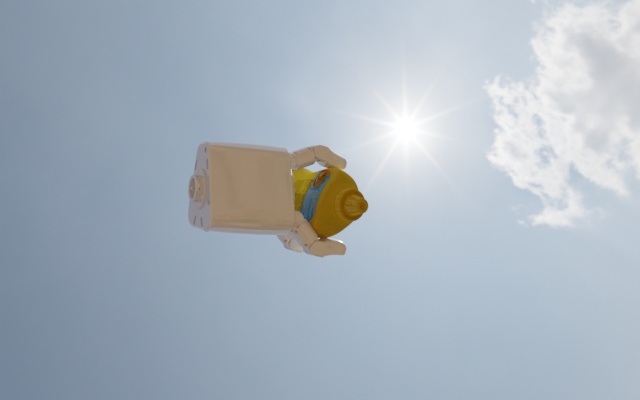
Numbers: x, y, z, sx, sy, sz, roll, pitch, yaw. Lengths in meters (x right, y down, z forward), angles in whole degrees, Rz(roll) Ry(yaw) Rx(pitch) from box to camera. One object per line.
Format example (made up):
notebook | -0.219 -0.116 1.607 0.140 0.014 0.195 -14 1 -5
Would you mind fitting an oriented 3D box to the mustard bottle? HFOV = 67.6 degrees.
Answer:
mustard bottle | 0.000 0.002 0.651 0.058 0.096 0.191 31 -13 -29
